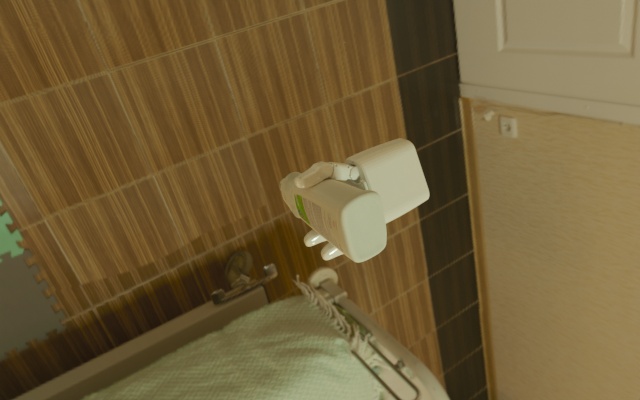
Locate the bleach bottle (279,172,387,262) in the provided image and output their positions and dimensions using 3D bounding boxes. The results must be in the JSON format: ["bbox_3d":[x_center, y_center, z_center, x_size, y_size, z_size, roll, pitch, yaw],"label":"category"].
[{"bbox_3d":[0.000,0.003,0.738,0.068,0.103,0.250,-25,28,-22],"label":"bleach bottle"}]
